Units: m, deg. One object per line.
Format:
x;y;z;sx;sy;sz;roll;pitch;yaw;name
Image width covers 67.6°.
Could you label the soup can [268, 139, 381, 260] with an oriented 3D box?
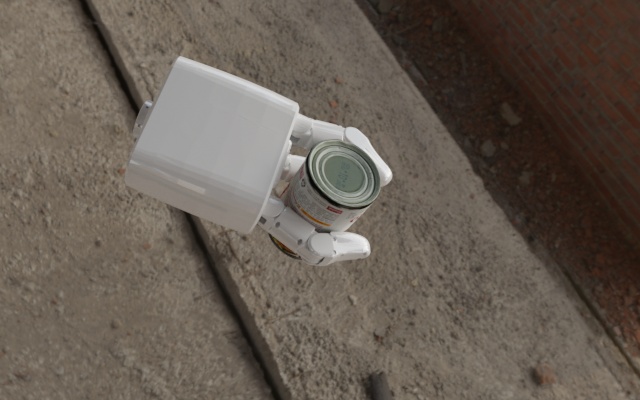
0.001;0.001;0.418;0.068;0.068;0.102;0;-29;-27;soup can
